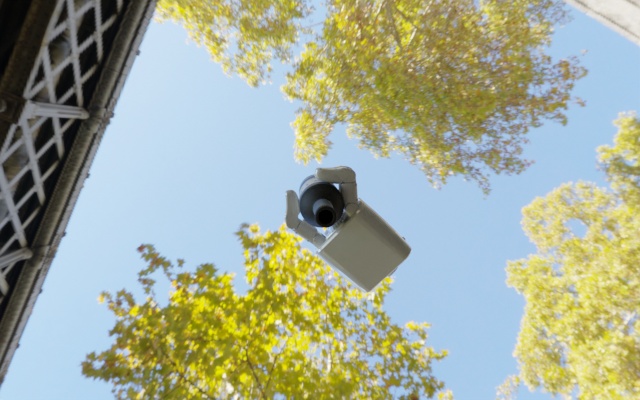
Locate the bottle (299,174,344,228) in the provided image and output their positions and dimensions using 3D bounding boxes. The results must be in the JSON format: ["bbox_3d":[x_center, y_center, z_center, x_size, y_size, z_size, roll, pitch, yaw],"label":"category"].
[{"bbox_3d":[0.000,0.002,0.735,0.069,0.069,0.295,0,7,-3],"label":"bottle"}]
